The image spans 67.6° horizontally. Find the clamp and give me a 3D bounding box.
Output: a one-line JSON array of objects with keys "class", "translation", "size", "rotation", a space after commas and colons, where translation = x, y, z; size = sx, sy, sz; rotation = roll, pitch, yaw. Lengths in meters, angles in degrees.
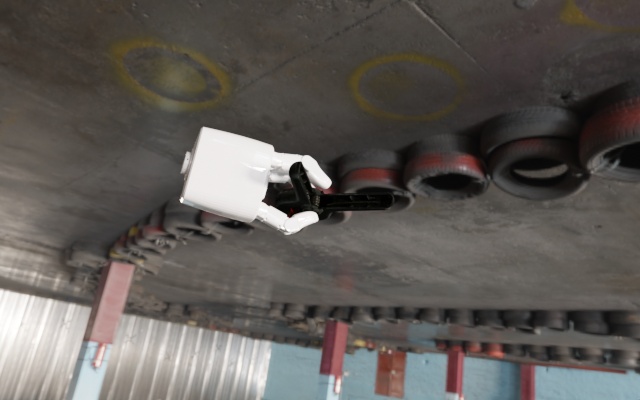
[{"class": "clamp", "translation": [0.000, 0.003, 0.730], "size": [0.164, 0.036, 0.210], "rotation": [17, -21, -18]}]
